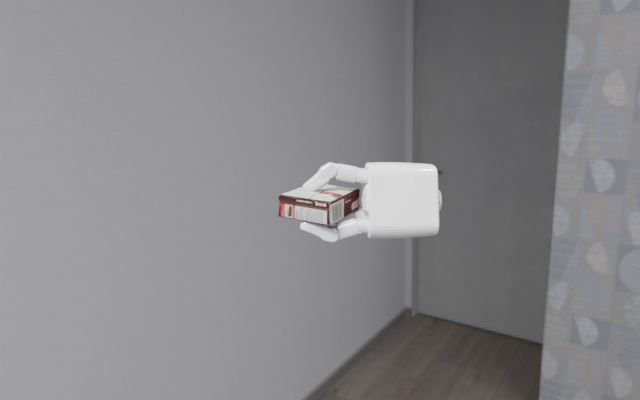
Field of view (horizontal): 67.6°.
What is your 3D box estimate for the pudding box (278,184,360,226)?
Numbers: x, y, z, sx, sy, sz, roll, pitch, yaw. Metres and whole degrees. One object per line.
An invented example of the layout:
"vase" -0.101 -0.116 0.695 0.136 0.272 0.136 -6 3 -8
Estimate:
"pudding box" 0.000 0.002 0.748 0.090 0.039 0.113 8 14 26
